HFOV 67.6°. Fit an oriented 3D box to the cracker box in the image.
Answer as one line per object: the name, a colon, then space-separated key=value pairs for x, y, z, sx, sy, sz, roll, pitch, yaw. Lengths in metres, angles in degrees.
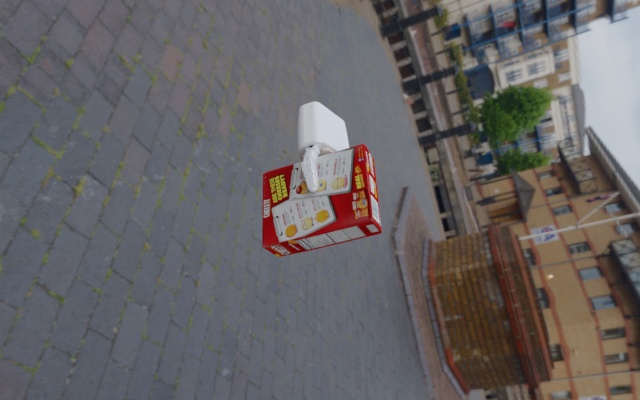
cracker box: x=0.000 y=0.003 z=0.892 sx=0.214 sy=0.164 sz=0.072 roll=-15 pitch=-32 yaw=20
